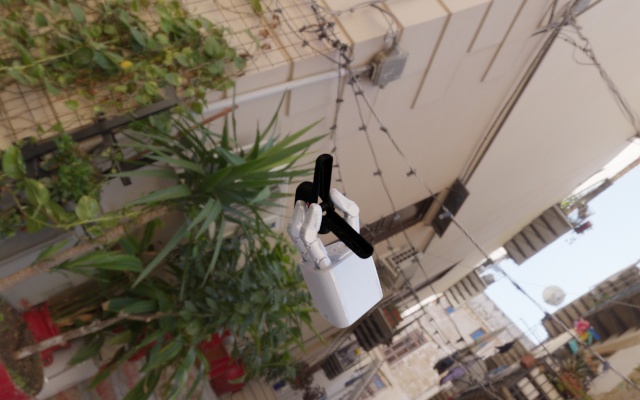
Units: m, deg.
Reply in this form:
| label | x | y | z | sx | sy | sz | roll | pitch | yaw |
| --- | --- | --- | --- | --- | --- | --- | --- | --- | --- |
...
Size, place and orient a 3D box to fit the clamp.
| label | x | y | z | sx | sy | sz | roll | pitch | yaw |
| --- | --- | --- | --- | --- | --- | --- | --- | --- | --- |
| clamp | 0.001 | 0.002 | 0.761 | 0.036 | 0.164 | 0.210 | -27 | 15 | -21 |
